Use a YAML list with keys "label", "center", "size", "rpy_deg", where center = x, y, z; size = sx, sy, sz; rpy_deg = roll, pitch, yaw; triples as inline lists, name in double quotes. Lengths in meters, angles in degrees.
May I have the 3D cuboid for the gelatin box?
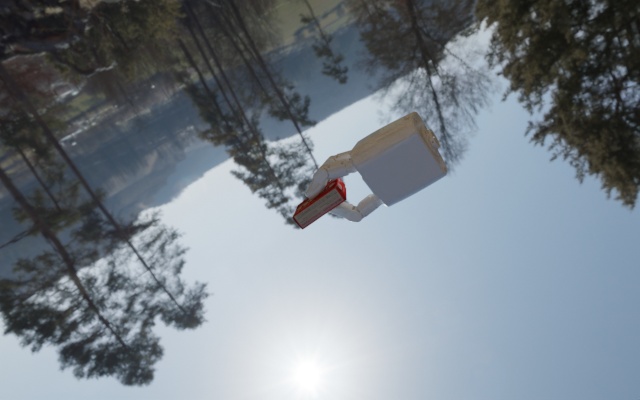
- label: "gelatin box"
  center: [0.000, 0.003, 0.774]
  size: [0.089, 0.030, 0.073]
  rpy_deg: [-36, 10, 12]
